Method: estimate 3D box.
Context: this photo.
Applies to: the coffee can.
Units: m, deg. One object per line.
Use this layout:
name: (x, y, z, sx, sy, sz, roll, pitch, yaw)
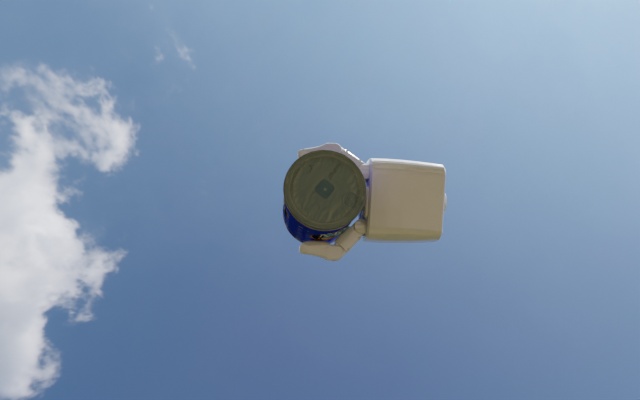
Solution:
coffee can: (0.000, 0.002, 0.651, 0.103, 0.102, 0.140, 0, -13, -5)
